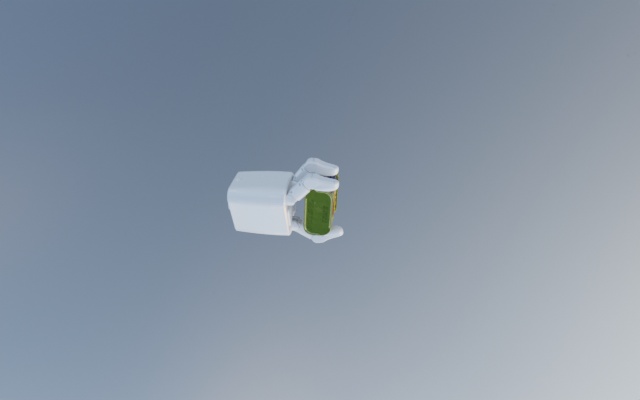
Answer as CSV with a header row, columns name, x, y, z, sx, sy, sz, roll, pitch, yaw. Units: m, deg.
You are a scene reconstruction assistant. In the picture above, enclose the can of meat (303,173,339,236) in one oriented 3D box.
name,x,y,z,sx,sy,sz,roll,pitch,yaw
can of meat,0.000,0.003,0.881,0.057,0.102,0.084,6,30,5
